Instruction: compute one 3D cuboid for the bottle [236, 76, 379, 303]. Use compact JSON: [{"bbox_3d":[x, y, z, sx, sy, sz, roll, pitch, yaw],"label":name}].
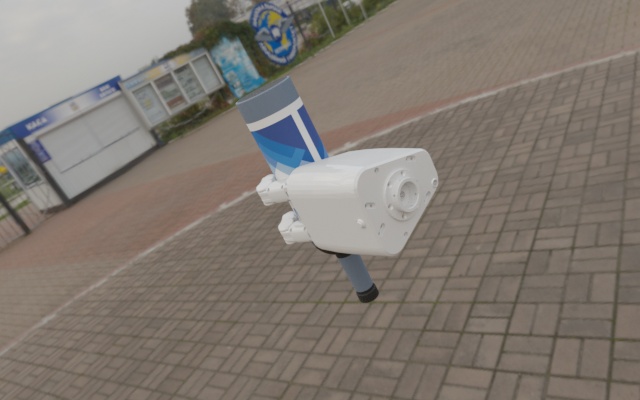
[{"bbox_3d":[0.000,0.002,0.571,0.069,0.296,0.069,-24,20,9],"label":"bottle"}]
